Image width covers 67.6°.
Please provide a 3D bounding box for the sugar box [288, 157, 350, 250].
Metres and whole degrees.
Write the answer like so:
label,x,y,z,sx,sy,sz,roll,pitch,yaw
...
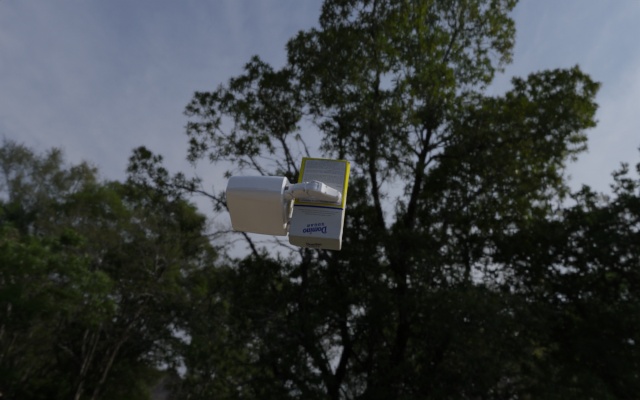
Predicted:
label,x,y,z,sx,sy,sz,roll,pitch,yaw
sugar box,0.000,0.003,0.873,0.093,0.176,0.048,5,-32,6
